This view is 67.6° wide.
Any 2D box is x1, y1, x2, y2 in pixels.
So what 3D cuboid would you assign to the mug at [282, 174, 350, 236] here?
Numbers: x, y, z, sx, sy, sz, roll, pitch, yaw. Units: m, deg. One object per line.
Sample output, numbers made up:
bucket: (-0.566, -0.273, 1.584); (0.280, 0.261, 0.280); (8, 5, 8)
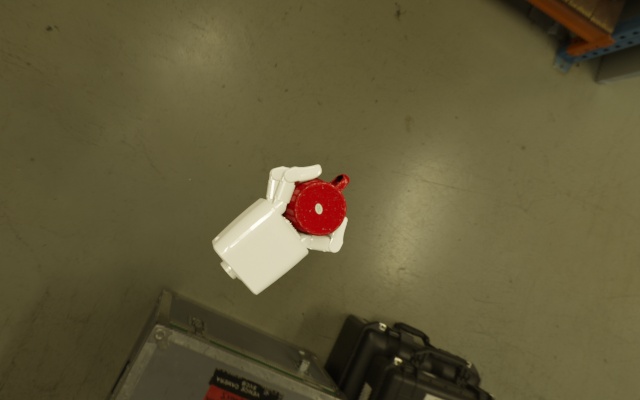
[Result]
mug: (0.001, 0.002, 0.735); (0.117, 0.093, 0.081); (-41, 12, -9)
